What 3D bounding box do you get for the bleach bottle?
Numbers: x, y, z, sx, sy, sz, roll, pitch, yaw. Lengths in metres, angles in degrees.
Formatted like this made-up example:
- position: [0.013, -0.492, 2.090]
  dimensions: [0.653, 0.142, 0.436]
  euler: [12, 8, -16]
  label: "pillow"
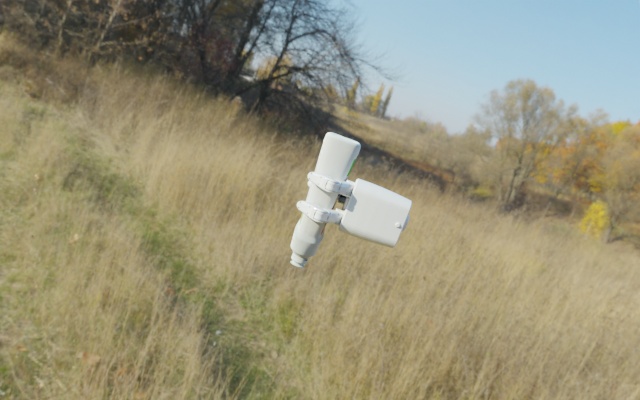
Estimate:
- position: [0.000, 0.003, 0.883]
  dimensions: [0.068, 0.251, 0.102]
  euler: [21, 11, 0]
  label: "bleach bottle"
